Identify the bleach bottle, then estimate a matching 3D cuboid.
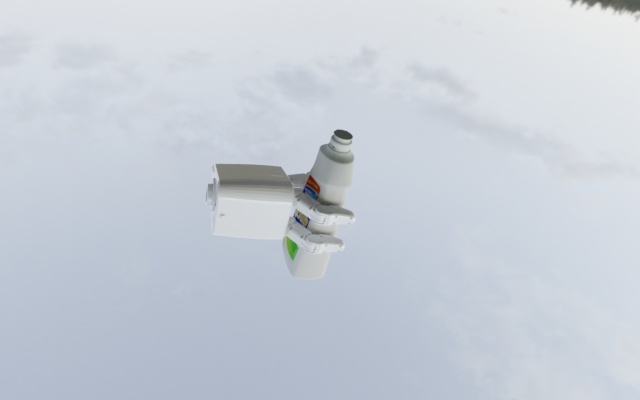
[{"bbox_3d":[0.000,0.003,0.733,0.068,0.251,0.102,3,37,-19],"label":"bleach bottle"}]
